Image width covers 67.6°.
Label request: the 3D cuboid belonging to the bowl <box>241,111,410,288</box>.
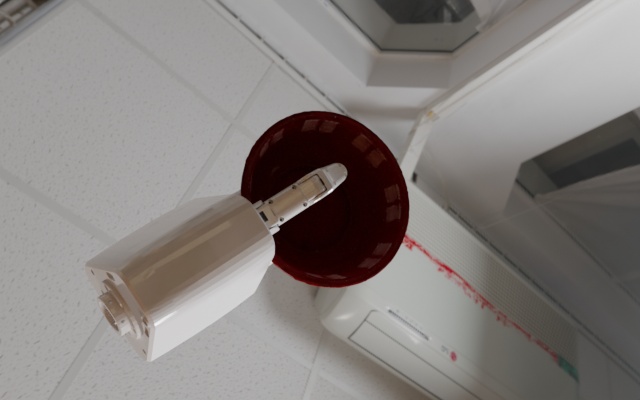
[{"bbox_3d":[0.001,0.001,0.446,0.162,0.162,0.055,0,-13,-22],"label":"bowl"}]
